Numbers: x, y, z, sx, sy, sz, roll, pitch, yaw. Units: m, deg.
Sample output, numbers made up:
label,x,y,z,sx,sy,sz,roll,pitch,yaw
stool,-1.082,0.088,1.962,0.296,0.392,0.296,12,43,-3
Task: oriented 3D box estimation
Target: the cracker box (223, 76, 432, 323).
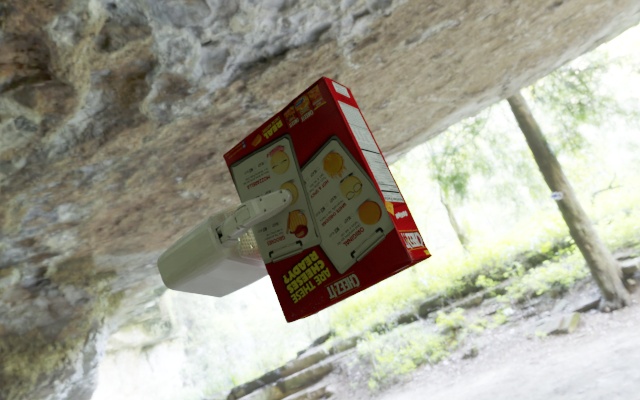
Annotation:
label,x,y,z,sx,sy,sz,roll,pitch,yaw
cracker box,0.000,0.002,0.529,0.164,0.213,0.072,-32,-17,28
